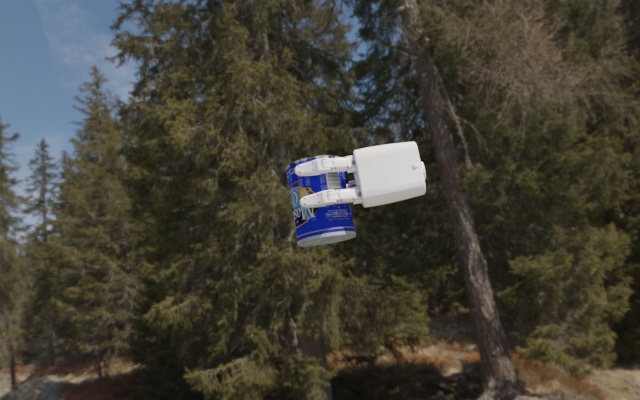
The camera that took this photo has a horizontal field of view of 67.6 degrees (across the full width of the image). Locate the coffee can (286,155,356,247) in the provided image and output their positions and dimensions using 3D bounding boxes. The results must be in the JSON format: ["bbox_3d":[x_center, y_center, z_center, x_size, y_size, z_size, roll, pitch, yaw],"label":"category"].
[{"bbox_3d":[0.000,0.003,0.839,0.103,0.140,0.103,-9,-11,-2],"label":"coffee can"}]
